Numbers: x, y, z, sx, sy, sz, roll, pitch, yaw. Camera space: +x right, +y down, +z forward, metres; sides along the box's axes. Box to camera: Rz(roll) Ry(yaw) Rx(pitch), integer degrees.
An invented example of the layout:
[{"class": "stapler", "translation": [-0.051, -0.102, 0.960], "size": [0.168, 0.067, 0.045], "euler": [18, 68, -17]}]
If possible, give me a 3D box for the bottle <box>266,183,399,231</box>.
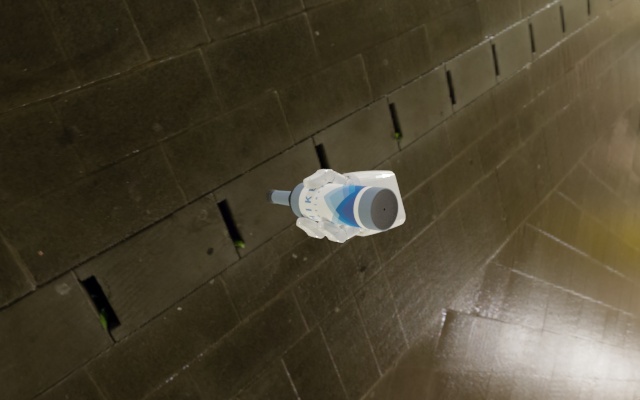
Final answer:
[{"class": "bottle", "translation": [0.000, 0.003, 0.831], "size": [0.069, 0.069, 0.295], "euler": [0, 4, -41]}]
